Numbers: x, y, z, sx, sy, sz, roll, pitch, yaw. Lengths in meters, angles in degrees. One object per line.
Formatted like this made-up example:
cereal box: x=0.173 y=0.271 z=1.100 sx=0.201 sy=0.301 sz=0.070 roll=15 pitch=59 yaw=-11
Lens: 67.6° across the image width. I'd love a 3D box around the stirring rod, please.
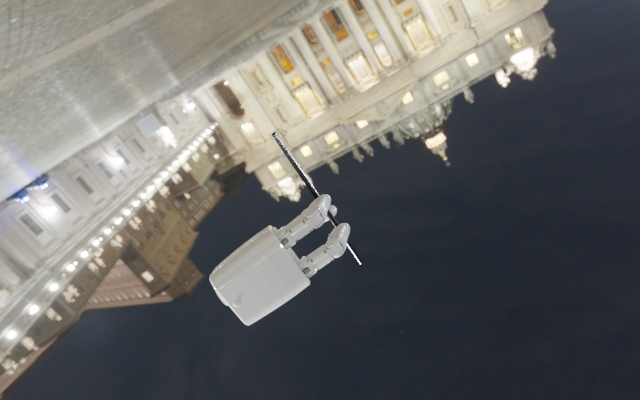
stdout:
stirring rod: x=0.000 y=0.002 z=0.685 sx=0.011 sy=0.240 sz=0.011 roll=-29 pitch=22 yaw=13
